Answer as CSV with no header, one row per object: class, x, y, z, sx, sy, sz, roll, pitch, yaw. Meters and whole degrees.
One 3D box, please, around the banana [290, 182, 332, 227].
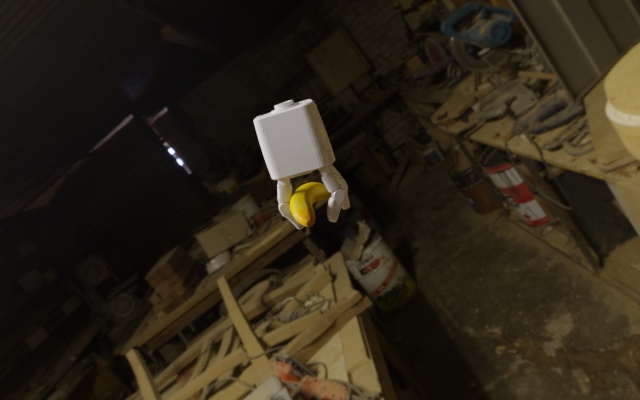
banana,-0.017,0.000,0.829,0.069,0.037,0.197,7,18,15
